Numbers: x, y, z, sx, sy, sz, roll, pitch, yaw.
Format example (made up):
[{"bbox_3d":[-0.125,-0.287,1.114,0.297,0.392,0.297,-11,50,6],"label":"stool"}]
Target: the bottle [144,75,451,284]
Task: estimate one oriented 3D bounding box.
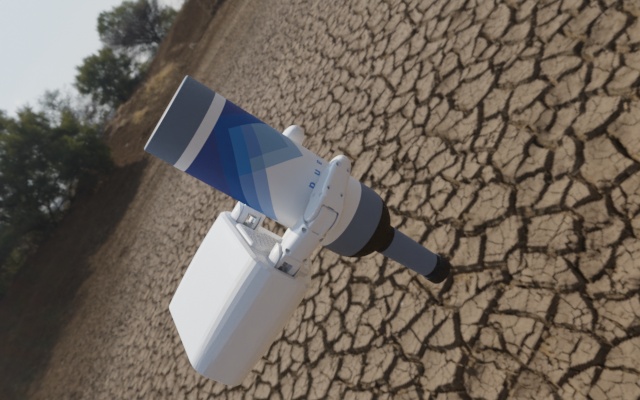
[{"bbox_3d":[0.000,0.001,0.418,0.296,0.069,0.069,30,-12,-21],"label":"bottle"}]
